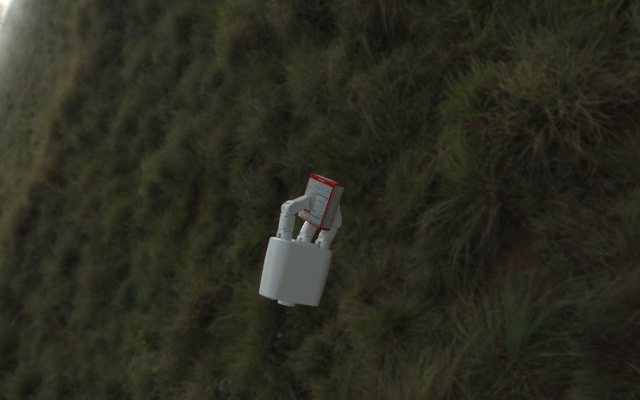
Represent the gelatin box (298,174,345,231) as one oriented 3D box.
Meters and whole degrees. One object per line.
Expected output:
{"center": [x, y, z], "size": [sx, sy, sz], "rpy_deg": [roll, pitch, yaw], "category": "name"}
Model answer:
{"center": [0.000, 0.002, 0.884], "size": [0.030, 0.089, 0.073], "rpy_deg": [11, 10, -40], "category": "gelatin box"}
